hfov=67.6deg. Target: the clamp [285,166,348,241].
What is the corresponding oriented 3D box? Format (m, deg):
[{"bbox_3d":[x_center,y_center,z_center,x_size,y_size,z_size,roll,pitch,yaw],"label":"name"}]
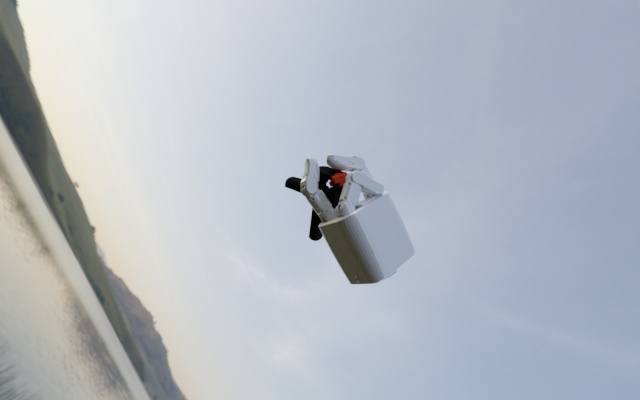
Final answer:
[{"bbox_3d":[0.001,0.002,0.777,0.039,0.120,0.171,-28,3,-27],"label":"clamp"}]
